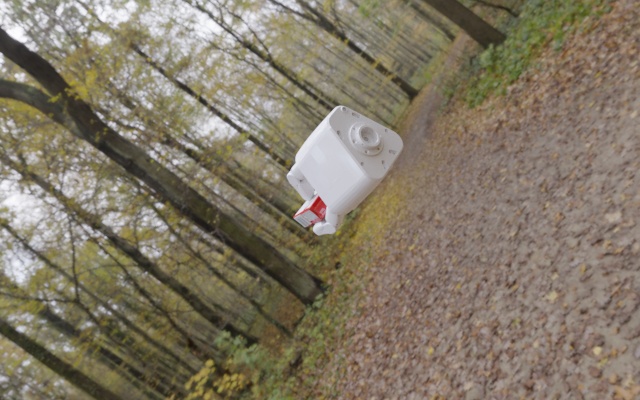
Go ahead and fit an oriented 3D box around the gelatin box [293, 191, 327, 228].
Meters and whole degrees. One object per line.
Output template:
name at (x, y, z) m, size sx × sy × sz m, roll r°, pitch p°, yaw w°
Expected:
gelatin box at (0.000, 0.002, 0.761) m, size 0.030 × 0.073 × 0.089 m, roll 41°, pitch -21°, yaw -7°
